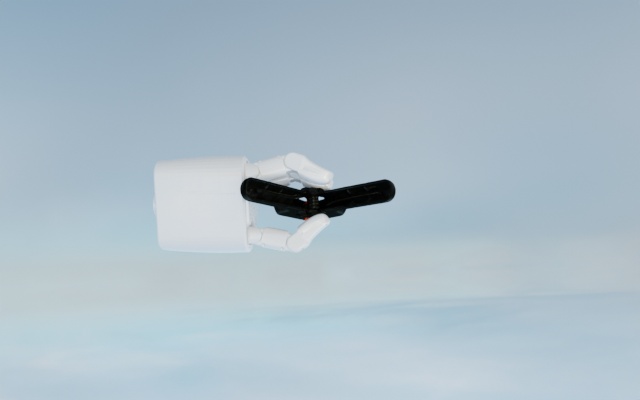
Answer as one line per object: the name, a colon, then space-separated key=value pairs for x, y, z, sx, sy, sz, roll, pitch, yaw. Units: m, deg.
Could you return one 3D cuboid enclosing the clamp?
clamp: x=0.000 y=0.003 z=0.589 sx=0.164 sy=0.036 sz=0.210 roll=1 pitch=-9 yaw=1
